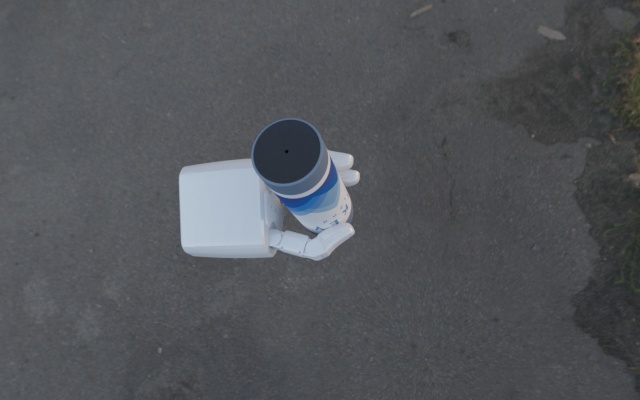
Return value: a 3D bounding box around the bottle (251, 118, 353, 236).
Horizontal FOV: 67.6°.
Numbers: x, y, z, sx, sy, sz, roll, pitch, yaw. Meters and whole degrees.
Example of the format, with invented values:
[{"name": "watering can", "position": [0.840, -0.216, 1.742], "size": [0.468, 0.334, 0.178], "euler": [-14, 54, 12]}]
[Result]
[{"name": "bottle", "position": [0.000, 0.002, 0.558], "size": [0.069, 0.069, 0.296], "euler": [0, -18, 12]}]
